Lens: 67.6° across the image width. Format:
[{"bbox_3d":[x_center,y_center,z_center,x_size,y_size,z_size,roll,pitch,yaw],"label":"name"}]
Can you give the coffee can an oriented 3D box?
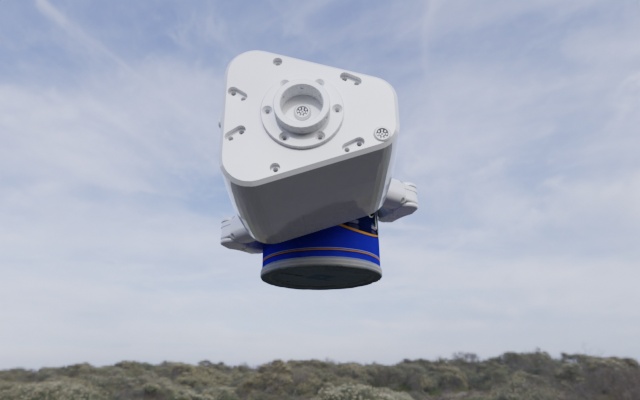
[{"bbox_3d":[0.000,0.002,0.427,0.103,0.140,0.103,-1,-21,0],"label":"coffee can"}]
